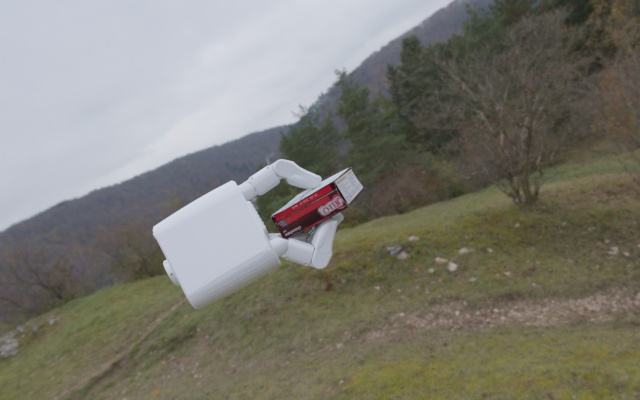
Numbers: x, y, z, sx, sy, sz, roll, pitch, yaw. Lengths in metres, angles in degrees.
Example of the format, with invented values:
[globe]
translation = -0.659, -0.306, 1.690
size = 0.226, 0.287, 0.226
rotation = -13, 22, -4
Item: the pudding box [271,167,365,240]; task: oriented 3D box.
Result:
[pudding box]
translation = 0.000, 0.002, 0.584
size = 0.090, 0.039, 0.113
rotation = -28, 6, 19
